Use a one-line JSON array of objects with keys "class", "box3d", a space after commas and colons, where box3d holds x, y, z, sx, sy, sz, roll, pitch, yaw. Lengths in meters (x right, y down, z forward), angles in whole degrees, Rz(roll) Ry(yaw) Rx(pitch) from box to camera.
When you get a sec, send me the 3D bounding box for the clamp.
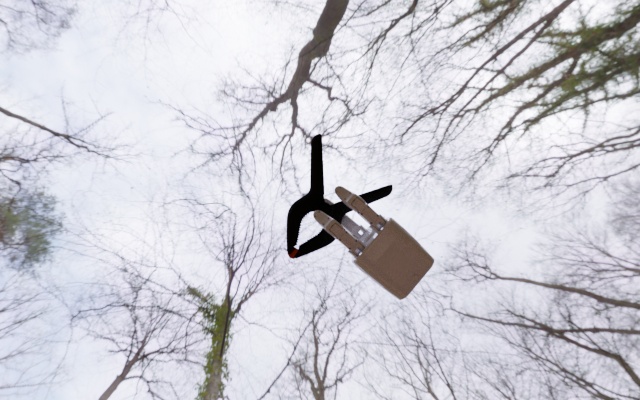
[{"class": "clamp", "box3d": [0.000, 0.003, 0.815, 0.164, 0.210, 0.036, 42, -4, -5]}]
